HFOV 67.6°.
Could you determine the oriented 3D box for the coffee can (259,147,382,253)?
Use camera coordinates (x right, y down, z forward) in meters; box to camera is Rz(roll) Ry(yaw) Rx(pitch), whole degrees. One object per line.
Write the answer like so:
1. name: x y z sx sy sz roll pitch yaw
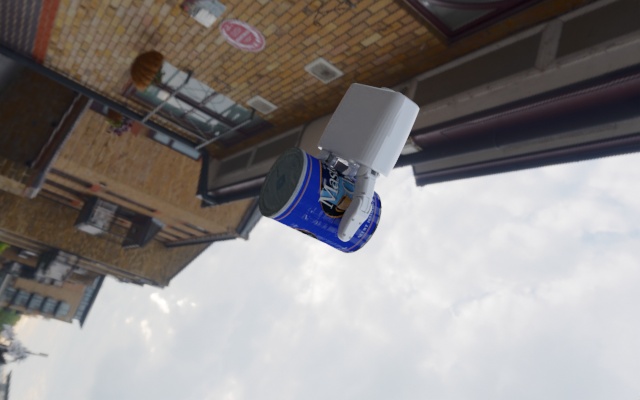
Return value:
1. coffee can: 0.000 0.002 0.666 0.140 0.102 0.103 27 -14 -29
